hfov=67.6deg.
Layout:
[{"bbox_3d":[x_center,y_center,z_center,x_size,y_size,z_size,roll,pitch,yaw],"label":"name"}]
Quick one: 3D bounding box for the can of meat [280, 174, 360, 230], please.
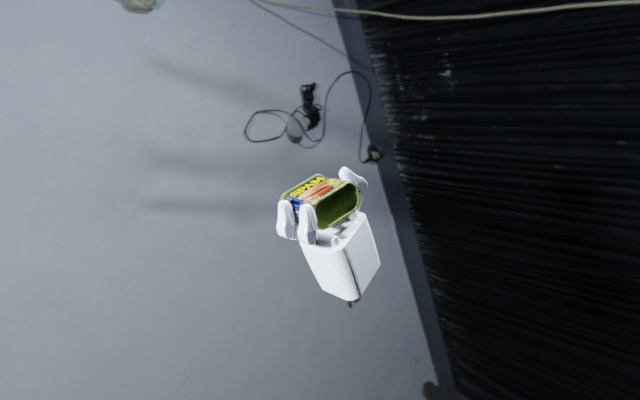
[{"bbox_3d":[0.000,0.002,0.769,0.102,0.057,0.084,-32,28,-32],"label":"can of meat"}]
